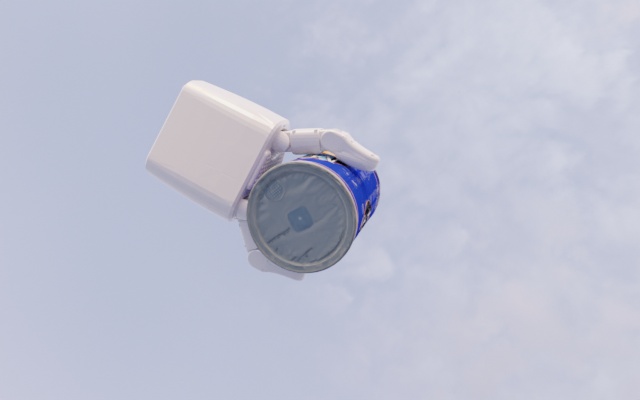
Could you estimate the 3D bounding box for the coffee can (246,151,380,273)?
[{"bbox_3d":[0.000,0.002,0.487,0.103,0.103,0.140,0,12,16],"label":"coffee can"}]
